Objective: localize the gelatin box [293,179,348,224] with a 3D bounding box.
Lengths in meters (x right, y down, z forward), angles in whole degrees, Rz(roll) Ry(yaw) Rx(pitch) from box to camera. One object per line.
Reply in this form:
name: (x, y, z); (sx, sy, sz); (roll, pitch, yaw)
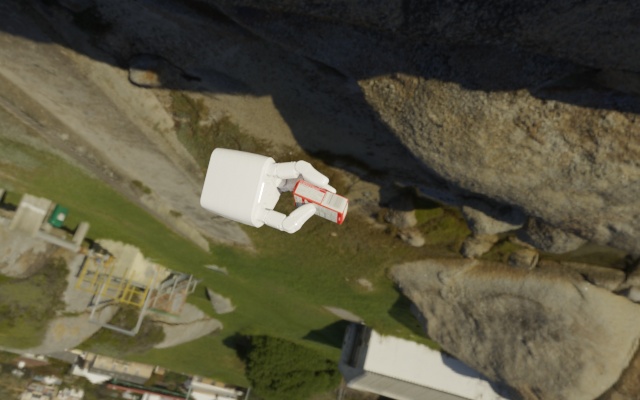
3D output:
gelatin box: (0.000, 0.003, 0.789); (0.089, 0.030, 0.073); (23, -15, 8)
